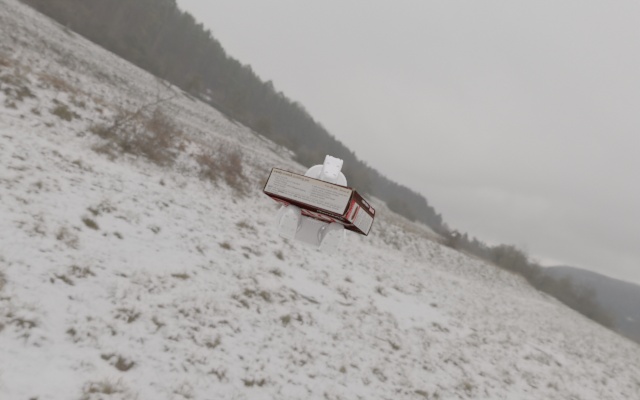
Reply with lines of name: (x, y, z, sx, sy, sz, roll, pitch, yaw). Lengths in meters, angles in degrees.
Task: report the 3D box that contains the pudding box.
pudding box: (0.000, 0.002, 0.574, 0.113, 0.039, 0.090, 14, -10, 26)
